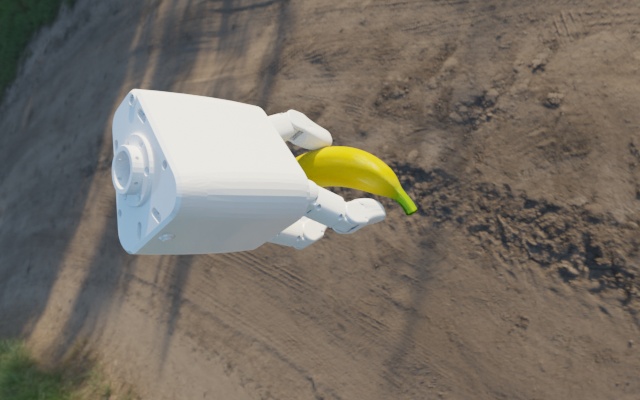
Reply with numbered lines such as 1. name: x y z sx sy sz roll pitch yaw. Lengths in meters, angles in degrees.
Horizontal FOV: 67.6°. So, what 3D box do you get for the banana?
1. banana: 0.000 -0.017 0.473 0.198 0.069 0.037 -1 10 44
